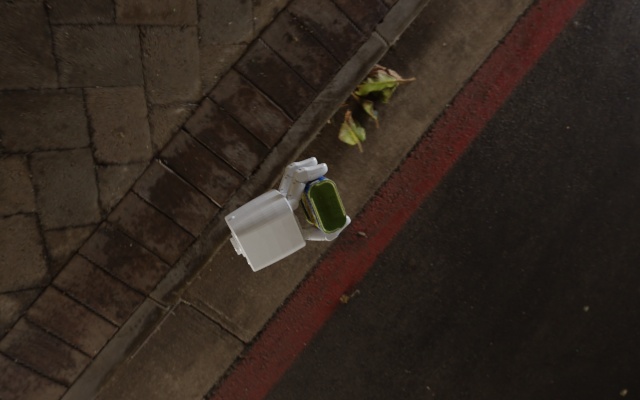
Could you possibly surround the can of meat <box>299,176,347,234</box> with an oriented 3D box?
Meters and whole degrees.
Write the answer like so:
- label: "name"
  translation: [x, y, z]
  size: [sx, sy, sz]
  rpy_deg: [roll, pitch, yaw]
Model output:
- label: "can of meat"
  translation: [0.000, 0.003, 0.858]
  size: [0.057, 0.102, 0.084]
  rpy_deg: [-26, 19, -12]
